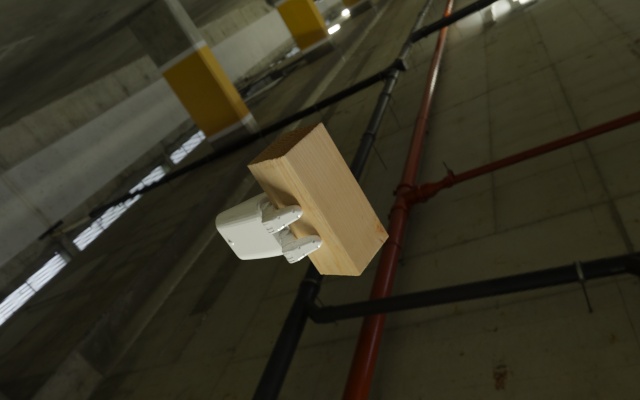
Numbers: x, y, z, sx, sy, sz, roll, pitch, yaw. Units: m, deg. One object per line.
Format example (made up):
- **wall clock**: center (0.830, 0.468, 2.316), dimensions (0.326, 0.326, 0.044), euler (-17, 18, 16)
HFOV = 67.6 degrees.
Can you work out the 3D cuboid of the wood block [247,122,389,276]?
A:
- **wood block**: center (0.000, 0.002, 0.698), dimensions (0.090, 0.206, 0.090), euler (-8, 32, 48)
